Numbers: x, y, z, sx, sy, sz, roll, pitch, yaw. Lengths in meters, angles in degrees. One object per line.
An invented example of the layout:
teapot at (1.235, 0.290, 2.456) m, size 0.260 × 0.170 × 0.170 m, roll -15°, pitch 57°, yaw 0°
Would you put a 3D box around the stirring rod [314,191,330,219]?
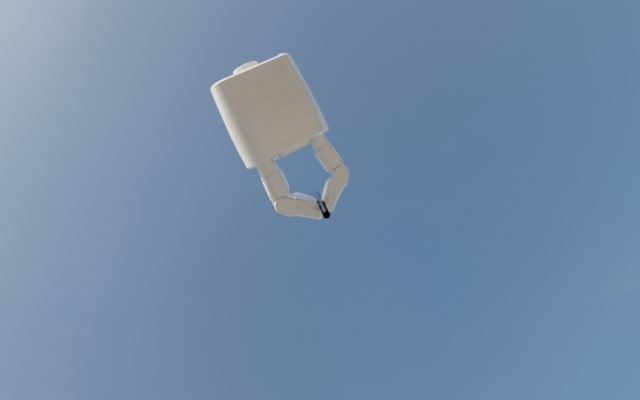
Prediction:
stirring rod at (0.000, 0.002, 0.619) m, size 0.011 × 0.011 × 0.239 m, roll 0°, pitch 6°, yaw -3°
